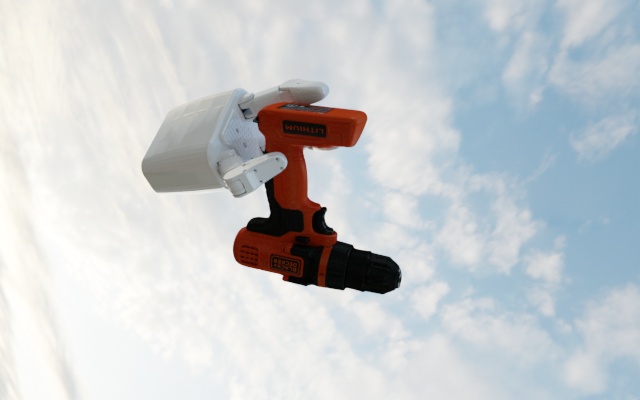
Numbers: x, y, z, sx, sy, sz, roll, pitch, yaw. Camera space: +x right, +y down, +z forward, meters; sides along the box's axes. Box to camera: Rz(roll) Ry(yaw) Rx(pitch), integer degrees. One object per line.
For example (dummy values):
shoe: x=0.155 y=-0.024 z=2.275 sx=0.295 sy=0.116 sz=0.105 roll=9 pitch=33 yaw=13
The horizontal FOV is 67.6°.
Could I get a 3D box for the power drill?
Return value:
power drill: x=0.000 y=0.001 z=0.485 sx=0.184 sy=0.188 sz=0.057 roll=10 pitch=20 yaw=12
